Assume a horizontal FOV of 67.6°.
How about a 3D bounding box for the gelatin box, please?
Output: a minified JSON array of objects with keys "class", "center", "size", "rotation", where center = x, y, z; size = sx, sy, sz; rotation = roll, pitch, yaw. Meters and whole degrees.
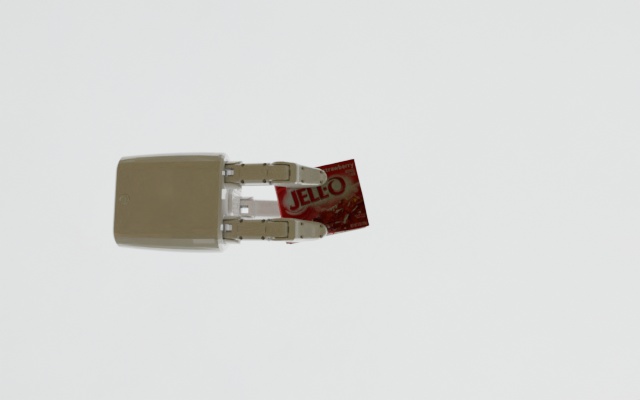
[{"class":"gelatin box","center":[0.000,0.002,0.503],"size":[0.089,0.073,0.030],"rotation":[-12,-6,-5]}]
